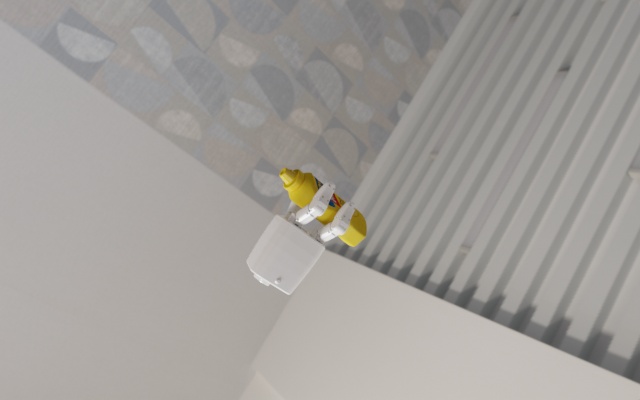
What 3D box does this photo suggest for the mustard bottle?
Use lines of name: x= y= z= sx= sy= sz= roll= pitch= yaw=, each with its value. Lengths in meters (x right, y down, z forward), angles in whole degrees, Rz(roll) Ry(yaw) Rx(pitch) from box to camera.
mustard bottle: x=0.001 y=0.003 z=0.860 sx=0.192 sy=0.058 sz=0.096 roll=38 pitch=19 yaw=-30
